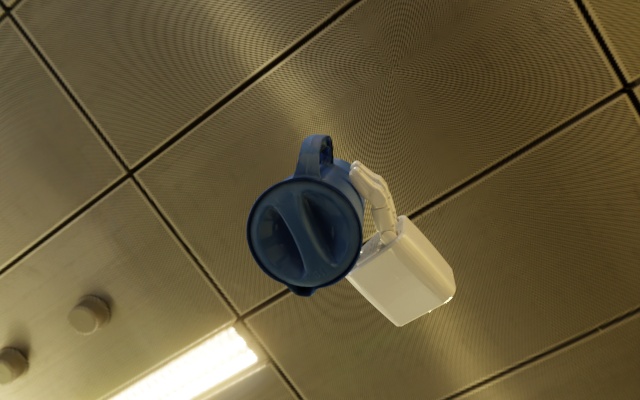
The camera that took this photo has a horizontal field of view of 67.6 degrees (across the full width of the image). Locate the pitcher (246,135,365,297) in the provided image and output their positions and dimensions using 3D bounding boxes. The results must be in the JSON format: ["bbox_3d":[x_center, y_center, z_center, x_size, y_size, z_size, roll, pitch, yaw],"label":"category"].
[{"bbox_3d":[0.000,0.002,0.641,0.149,0.145,0.242,-42,5,16],"label":"pitcher"}]
